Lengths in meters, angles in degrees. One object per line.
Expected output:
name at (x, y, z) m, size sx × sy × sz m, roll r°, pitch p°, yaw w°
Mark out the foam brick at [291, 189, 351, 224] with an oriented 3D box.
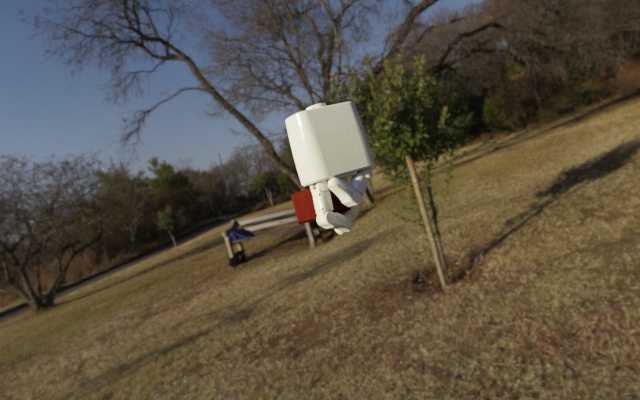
foam brick at (0.000, 0.003, 0.767) m, size 0.053 × 0.051 × 0.078 m, roll -18°, pitch 1°, yaw -42°
